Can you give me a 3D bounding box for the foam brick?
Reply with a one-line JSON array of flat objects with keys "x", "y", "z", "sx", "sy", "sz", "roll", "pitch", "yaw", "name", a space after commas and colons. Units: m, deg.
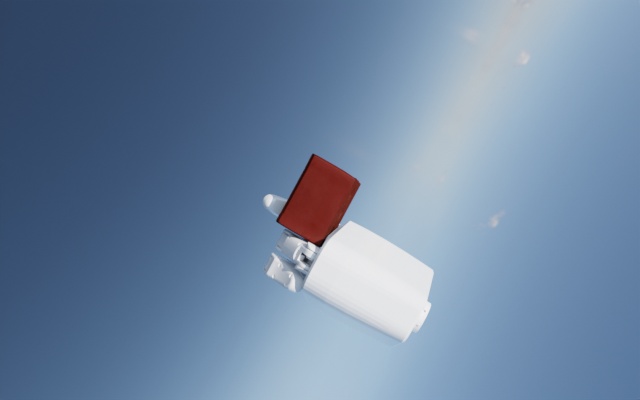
[{"x": 0.000, "y": 0.001, "z": 0.486, "sx": 0.051, "sy": 0.078, "sz": 0.053, "roll": 28, "pitch": 0, "yaw": 12, "name": "foam brick"}]
